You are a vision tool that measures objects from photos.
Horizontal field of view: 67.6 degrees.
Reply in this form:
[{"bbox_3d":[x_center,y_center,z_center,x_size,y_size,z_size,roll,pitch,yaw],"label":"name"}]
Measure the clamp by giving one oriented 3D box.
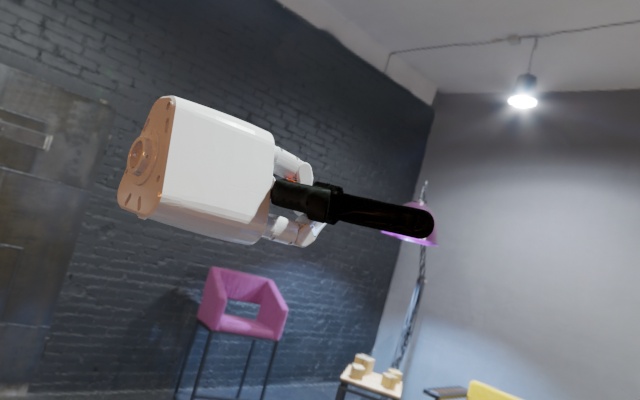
[{"bbox_3d":[0.000,0.001,0.421,0.120,0.039,0.171,18,-5,-42],"label":"clamp"}]
